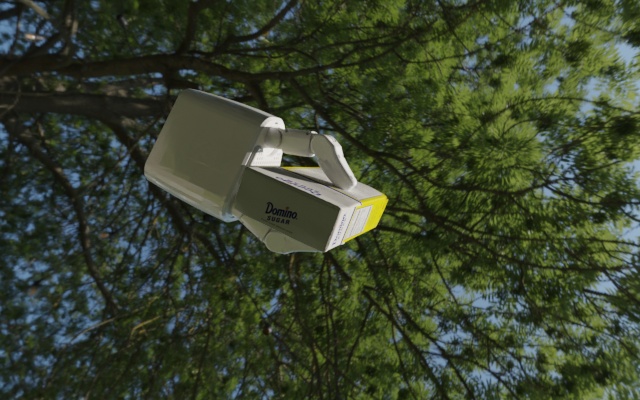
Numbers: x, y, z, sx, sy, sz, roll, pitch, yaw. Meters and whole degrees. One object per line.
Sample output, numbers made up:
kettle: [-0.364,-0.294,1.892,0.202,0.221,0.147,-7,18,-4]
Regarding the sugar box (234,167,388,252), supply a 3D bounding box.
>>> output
sugar box: [0.000,0.002,0.466,0.093,0.048,0.176,24,14,18]
